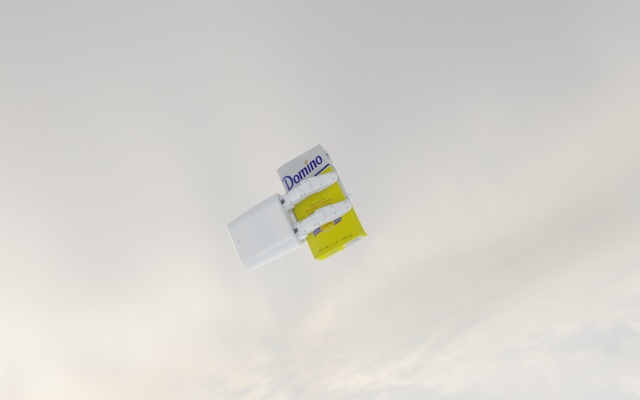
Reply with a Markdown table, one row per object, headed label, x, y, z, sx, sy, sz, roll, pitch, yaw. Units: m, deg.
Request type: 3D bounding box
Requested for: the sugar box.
| label | x | y | z | sx | sy | sz | roll | pitch | yaw |
| --- | --- | --- | --- | --- | --- | --- | --- | --- | --- |
| sugar box | 0.000 | 0.003 | 0.812 | 0.093 | 0.176 | 0.048 | -29 | -16 | 12 |
